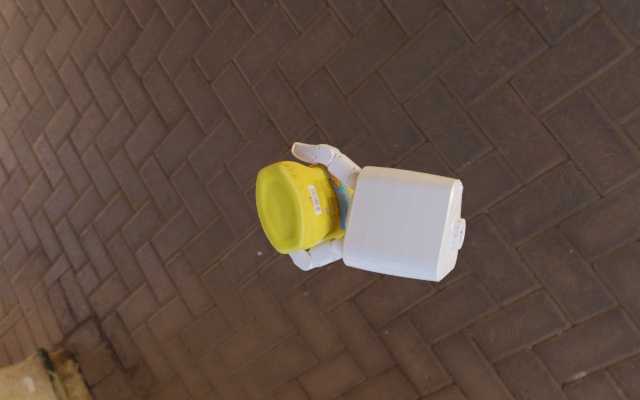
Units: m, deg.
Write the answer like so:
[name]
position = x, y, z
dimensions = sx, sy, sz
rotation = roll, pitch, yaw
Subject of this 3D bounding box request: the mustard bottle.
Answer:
[mustard bottle]
position = 0.000, 0.002, 0.578
dimensions = 0.058, 0.096, 0.191
rotation = -19, -4, 27
